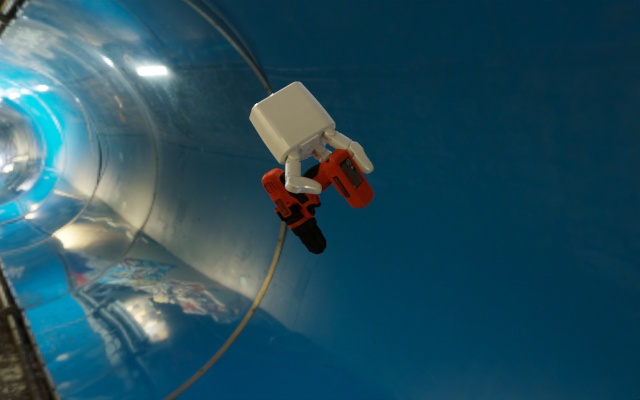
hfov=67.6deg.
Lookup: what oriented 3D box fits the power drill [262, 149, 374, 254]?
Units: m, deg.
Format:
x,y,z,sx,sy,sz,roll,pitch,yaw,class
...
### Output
x,y,z,sx,sy,sz,roll,pitch,yaw,class
0.000,0.002,0.855,0.188,0.184,0.057,-25,15,39,power drill
